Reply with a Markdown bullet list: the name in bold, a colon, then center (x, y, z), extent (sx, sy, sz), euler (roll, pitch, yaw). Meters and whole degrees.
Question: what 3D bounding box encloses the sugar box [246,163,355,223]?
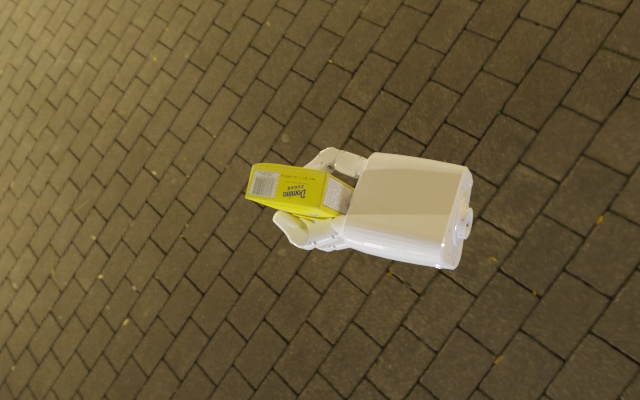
- **sugar box**: center (0.000, 0.002, 0.565), extent (0.093, 0.048, 0.176), euler (9, -10, 28)
